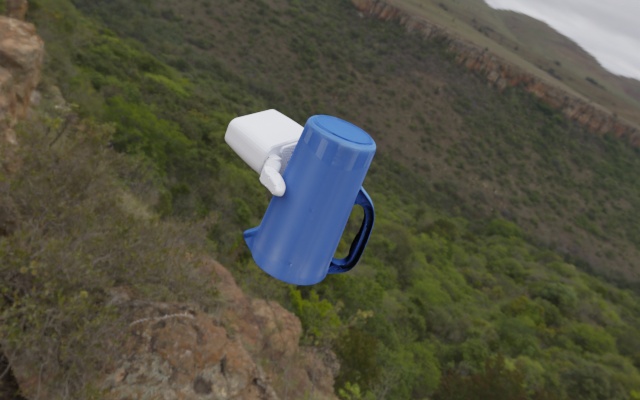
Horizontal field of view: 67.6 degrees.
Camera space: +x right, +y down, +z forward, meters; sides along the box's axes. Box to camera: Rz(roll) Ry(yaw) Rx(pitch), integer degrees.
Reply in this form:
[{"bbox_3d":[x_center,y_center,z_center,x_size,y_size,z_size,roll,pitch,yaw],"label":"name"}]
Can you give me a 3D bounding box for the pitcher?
[{"bbox_3d":[0.000,0.002,0.734,0.149,0.243,0.145,-5,37,-47],"label":"pitcher"}]
